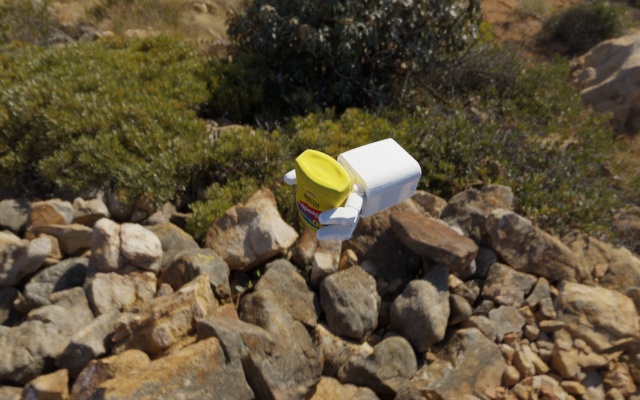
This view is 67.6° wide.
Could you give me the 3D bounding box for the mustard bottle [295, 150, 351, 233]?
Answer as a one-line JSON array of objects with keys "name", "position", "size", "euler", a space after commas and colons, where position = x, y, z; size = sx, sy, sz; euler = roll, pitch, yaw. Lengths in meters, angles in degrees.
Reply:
[{"name": "mustard bottle", "position": [0.000, 0.003, 0.817], "size": [0.096, 0.058, 0.192], "euler": [35, -27, 19]}]
